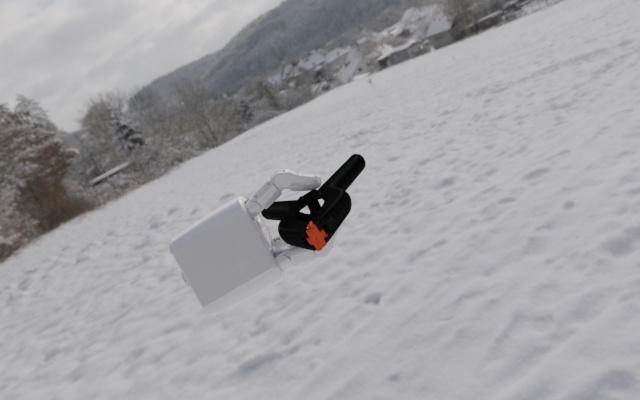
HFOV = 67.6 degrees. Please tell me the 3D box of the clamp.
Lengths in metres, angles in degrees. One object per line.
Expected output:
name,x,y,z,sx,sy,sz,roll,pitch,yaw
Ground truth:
clamp,0.000,0.002,0.594,0.164,0.036,0.210,-31,17,1
